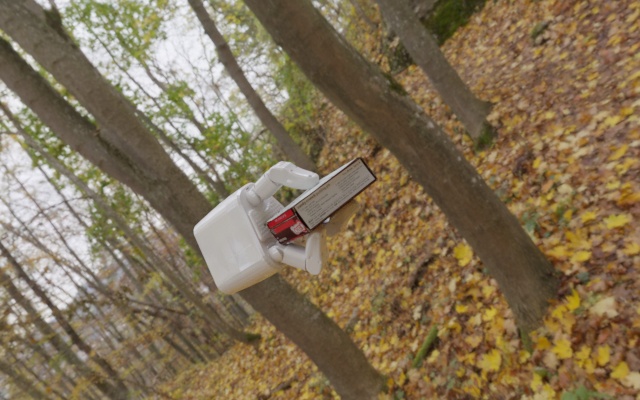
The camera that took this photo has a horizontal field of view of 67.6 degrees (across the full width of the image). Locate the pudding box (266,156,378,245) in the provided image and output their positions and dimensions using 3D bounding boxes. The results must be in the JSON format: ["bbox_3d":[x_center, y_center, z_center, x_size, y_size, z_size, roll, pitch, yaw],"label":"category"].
[{"bbox_3d":[0.000,0.002,0.558,0.113,0.039,0.090,-39,5,-28],"label":"pudding box"}]
